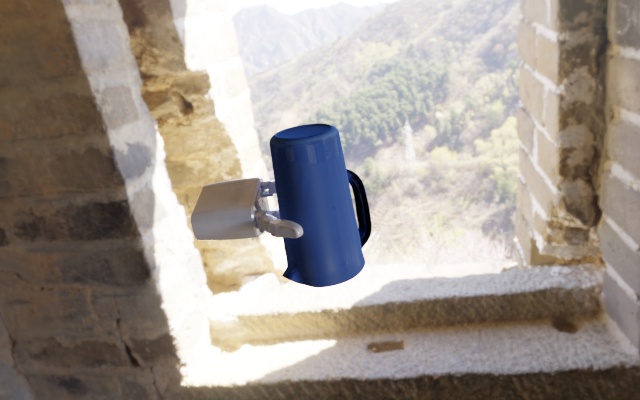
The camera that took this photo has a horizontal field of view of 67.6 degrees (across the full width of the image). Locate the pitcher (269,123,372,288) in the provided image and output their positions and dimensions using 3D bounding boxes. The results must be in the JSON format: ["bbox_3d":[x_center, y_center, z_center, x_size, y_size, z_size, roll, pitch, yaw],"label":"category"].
[{"bbox_3d":[0.000,0.003,0.771,0.145,0.243,0.149,-5,21,10],"label":"pitcher"}]
